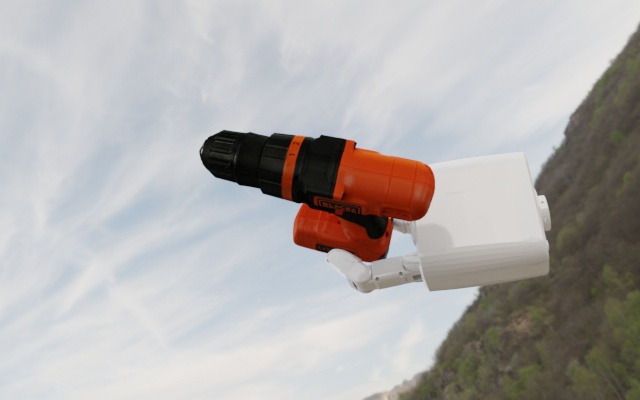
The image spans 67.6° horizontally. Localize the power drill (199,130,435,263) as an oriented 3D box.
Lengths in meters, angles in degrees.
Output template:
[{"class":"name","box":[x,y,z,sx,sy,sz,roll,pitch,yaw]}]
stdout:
[{"class":"power drill","box":[0.000,0.002,0.433,0.184,0.057,0.188,13,-16,9]}]
